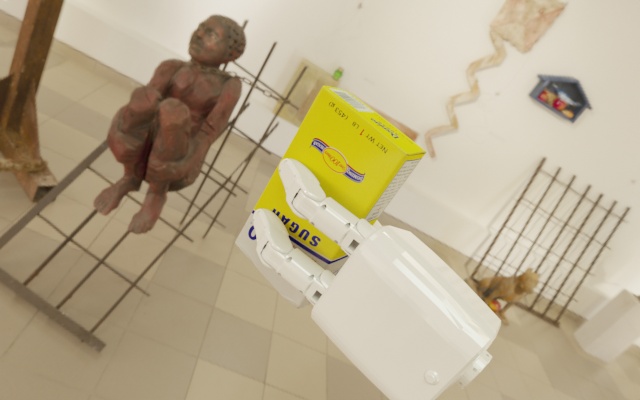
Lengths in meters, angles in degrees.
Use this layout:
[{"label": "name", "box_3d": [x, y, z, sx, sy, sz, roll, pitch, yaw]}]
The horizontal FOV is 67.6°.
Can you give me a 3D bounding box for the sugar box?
[{"label": "sugar box", "box_3d": [0.000, 0.001, 0.412, 0.093, 0.176, 0.048, 43, 26, 21]}]
